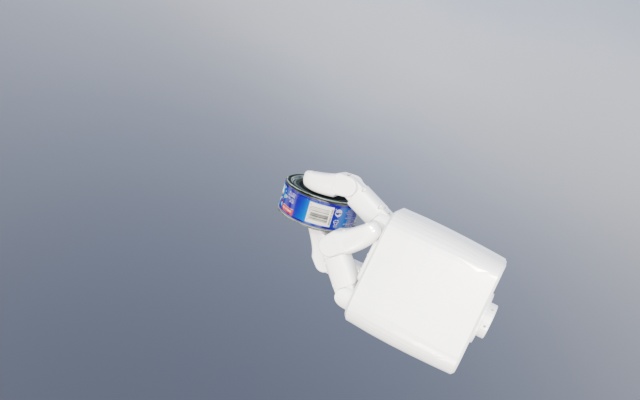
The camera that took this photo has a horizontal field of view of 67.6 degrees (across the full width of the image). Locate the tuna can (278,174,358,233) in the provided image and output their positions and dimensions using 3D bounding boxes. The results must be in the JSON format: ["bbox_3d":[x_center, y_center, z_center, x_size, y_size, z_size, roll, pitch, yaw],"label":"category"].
[{"bbox_3d":[0.000,0.001,0.506,0.086,0.034,0.086,15,17,-5],"label":"tuna can"}]
